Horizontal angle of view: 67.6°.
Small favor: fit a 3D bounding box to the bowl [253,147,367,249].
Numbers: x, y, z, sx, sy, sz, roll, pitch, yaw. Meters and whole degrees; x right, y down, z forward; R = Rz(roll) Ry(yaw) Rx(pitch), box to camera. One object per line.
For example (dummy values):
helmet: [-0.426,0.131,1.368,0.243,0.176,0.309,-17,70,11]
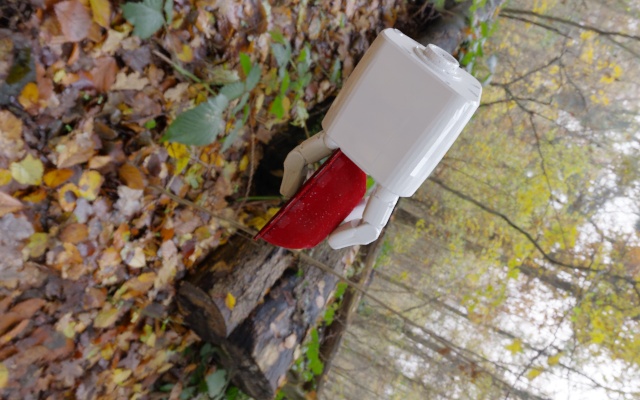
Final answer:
bowl: [0.000,0.003,0.530,0.055,0.162,0.162,44,-4,-4]
